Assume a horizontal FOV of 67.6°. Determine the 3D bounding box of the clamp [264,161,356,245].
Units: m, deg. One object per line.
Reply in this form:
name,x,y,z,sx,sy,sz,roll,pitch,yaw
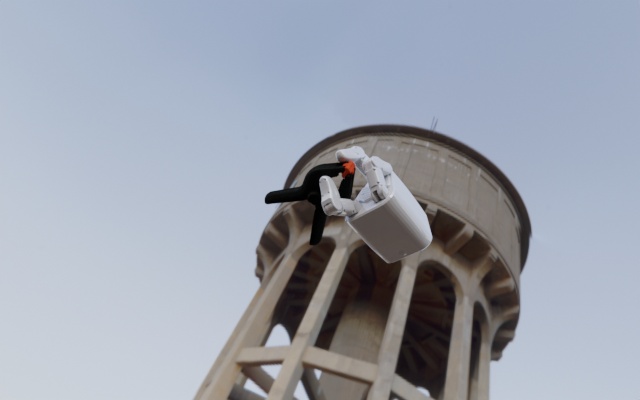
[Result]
clamp,0.000,0.002,0.773,0.171,0.120,0.039,-30,21,35
